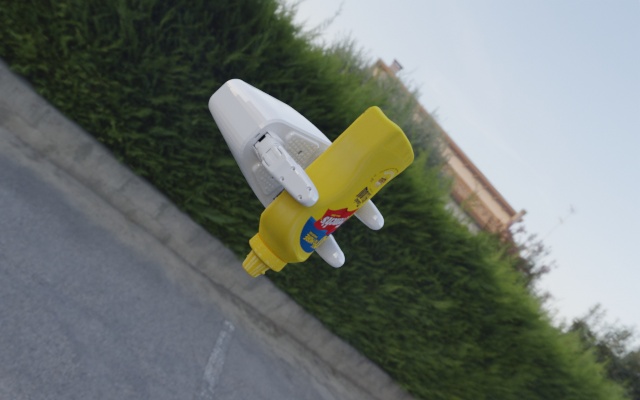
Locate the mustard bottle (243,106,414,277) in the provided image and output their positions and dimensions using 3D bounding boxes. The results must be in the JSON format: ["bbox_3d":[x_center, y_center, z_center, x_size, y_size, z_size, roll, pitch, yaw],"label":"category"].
[{"bbox_3d":[0.000,0.002,0.452,0.191,0.058,0.096,-43,-18,3],"label":"mustard bottle"}]
